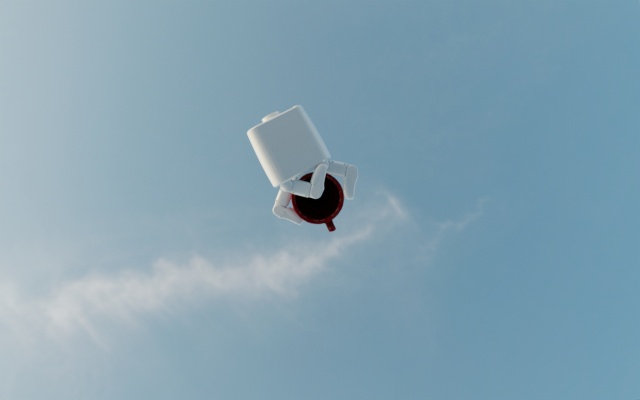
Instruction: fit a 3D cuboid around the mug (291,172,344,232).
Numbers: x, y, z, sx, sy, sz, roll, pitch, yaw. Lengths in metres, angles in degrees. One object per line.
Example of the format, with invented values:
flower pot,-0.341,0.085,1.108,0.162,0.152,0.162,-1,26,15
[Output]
mug,0.001,0.004,0.877,0.093,0.117,0.081,-27,5,2
